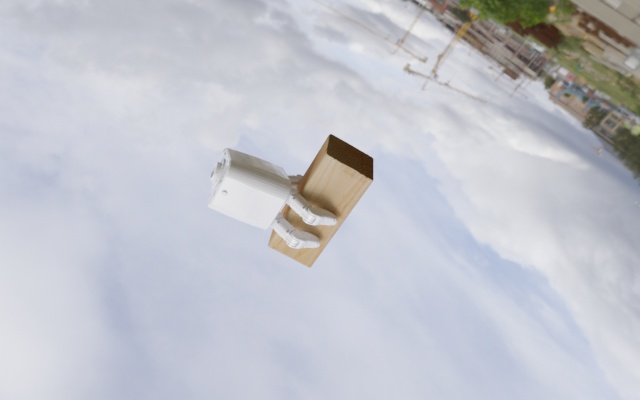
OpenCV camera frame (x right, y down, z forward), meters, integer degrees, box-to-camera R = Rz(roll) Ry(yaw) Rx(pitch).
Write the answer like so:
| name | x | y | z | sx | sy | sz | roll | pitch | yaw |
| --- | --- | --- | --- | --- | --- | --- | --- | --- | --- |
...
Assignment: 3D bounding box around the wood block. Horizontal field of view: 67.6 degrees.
| name | x | y | z | sx | sy | sz | roll | pitch | yaw |
| --- | --- | --- | --- | --- | --- | --- | --- | --- | --- |
| wood block | 0.000 | 0.002 | 0.826 | 0.090 | 0.206 | 0.090 | 28 | 29 | -11 |
